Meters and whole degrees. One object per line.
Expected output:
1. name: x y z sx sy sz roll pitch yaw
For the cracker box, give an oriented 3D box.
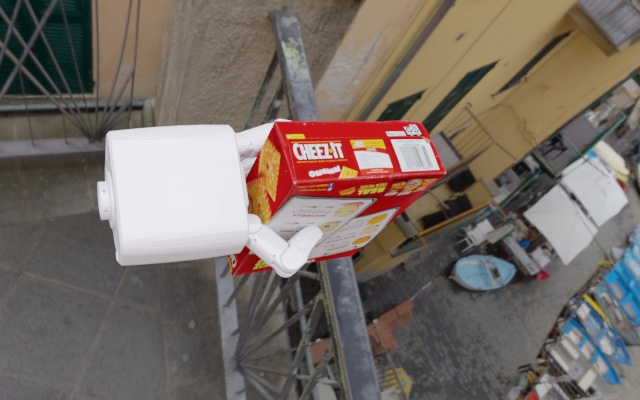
1. cracker box: 0.000 0.002 0.509 0.164 0.072 0.214 -5 -25 -28
